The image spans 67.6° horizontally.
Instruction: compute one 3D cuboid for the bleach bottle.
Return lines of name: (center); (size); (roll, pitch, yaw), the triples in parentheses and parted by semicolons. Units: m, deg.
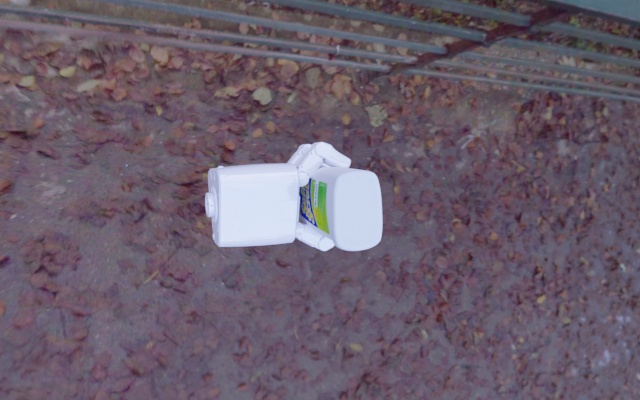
bleach bottle: (0.000, 0.002, 0.690); (0.068, 0.102, 0.251); (-4, 5, -22)
